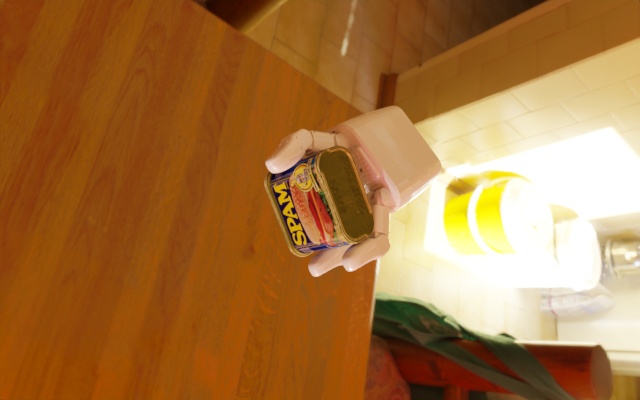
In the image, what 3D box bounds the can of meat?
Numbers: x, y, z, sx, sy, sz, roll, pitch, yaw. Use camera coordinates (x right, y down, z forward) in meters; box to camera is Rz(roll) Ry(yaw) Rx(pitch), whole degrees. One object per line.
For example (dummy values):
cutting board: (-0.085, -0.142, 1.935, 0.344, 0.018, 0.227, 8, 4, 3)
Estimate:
can of meat: (0.000, 0.001, 0.491, 0.057, 0.102, 0.084, -24, 5, -43)
